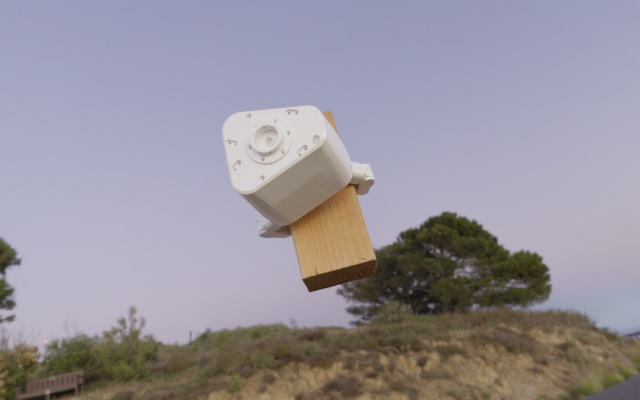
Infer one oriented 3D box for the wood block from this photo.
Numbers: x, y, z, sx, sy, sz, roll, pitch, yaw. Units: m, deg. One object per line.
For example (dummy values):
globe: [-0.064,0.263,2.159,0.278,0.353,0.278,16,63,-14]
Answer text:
wood block: [0.000,0.002,0.620,0.091,0.206,0.090,-14,-22,-1]
